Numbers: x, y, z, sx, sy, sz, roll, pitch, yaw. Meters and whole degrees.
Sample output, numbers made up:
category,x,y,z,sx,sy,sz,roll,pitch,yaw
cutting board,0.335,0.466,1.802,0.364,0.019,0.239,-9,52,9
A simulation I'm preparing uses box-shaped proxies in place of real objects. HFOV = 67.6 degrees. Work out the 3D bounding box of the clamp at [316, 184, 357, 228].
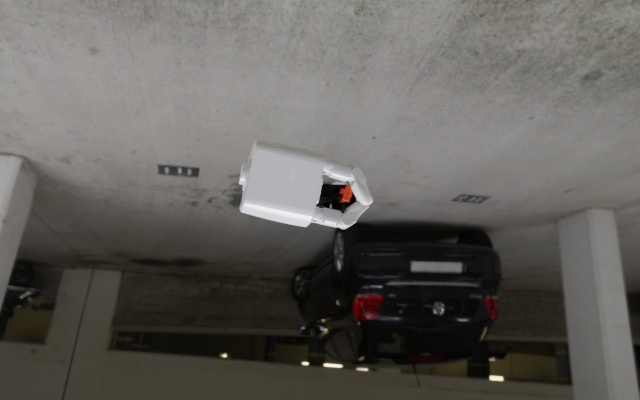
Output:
category,x,y,z,sx,sy,sz,roll,pitch,yaw
clamp,0.000,0.003,0.809,0.120,0.039,0.171,14,-21,-11
